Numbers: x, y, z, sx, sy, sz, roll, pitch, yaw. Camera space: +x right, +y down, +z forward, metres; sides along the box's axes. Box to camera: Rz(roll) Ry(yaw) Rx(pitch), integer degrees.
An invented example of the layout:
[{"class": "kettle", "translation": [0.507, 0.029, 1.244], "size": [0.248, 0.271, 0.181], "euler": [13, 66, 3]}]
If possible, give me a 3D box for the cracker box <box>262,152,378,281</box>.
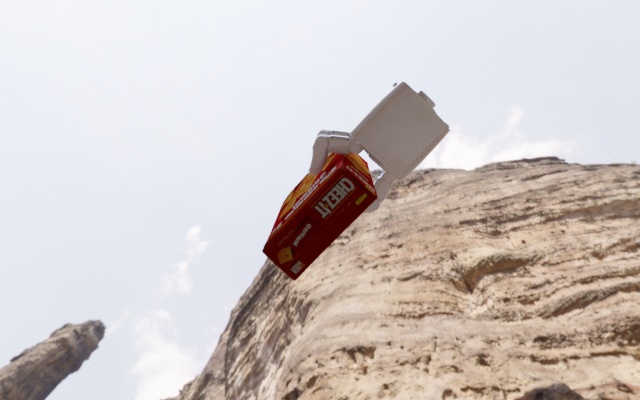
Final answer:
[{"class": "cracker box", "translation": [0.000, 0.002, 0.722], "size": [0.072, 0.164, 0.213], "euler": [41, 14, -9]}]
